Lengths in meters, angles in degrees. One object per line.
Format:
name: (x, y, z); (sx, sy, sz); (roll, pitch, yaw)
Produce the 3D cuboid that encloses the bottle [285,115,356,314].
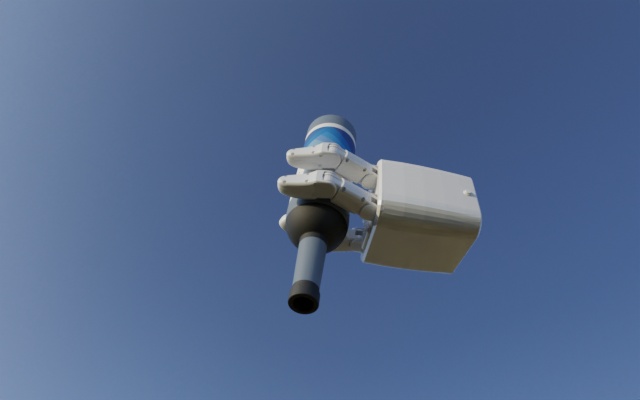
bottle: (0.000, 0.002, 0.528); (0.069, 0.069, 0.295); (0, 37, 7)
